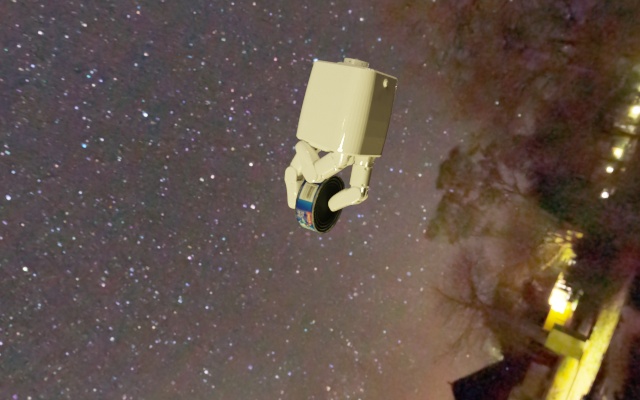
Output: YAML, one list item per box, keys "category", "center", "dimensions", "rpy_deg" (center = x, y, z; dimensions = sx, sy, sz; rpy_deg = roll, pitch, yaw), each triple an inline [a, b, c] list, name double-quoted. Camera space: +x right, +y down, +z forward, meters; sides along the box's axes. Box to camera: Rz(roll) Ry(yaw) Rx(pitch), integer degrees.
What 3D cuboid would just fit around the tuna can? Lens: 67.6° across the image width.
- category: "tuna can"
  center: [0.000, 0.002, 0.689]
  dimensions: [0.033, 0.086, 0.086]
  rpy_deg: [17, 8, 29]
